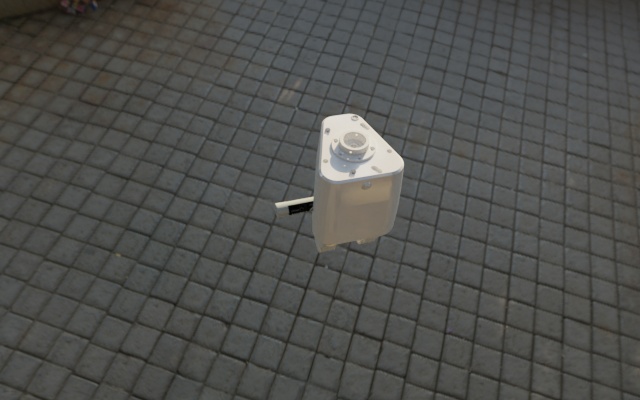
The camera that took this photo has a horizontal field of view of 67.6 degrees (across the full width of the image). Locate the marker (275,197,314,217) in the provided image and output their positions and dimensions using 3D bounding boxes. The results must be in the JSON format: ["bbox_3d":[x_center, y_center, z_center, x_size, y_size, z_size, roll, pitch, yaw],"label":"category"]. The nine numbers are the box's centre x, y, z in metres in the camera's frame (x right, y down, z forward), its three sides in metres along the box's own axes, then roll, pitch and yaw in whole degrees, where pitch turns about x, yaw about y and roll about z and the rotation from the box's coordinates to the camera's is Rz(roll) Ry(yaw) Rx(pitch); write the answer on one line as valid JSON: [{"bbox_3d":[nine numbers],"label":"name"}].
[{"bbox_3d":[0.000,0.002,0.636,0.121,0.020,0.020,-11,2,-11],"label":"marker"}]
